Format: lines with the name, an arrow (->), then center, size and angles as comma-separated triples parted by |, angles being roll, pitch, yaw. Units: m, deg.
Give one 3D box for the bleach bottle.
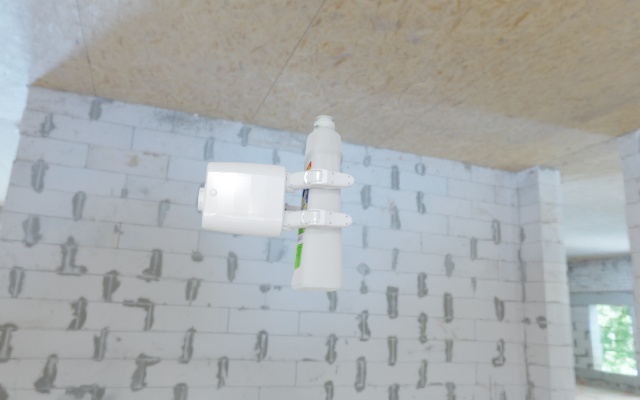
bleach bottle -> 0.000, 0.002, 0.693 | 0.068, 0.250, 0.102 | 4, -13, -9
